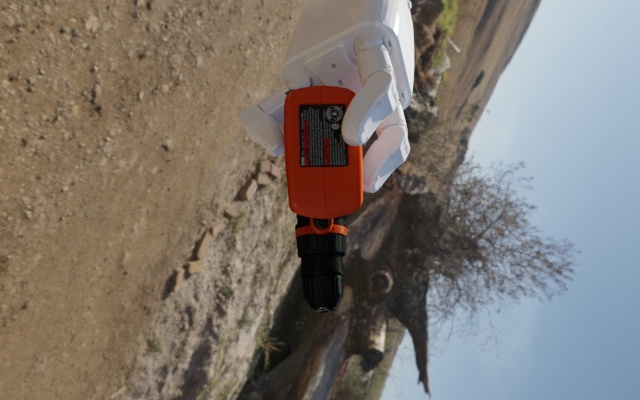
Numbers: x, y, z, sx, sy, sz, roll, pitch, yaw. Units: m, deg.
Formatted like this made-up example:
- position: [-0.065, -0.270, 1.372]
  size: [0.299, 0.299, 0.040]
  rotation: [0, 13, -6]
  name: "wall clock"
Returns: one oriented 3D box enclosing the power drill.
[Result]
- position: [0.000, 0.001, 0.424]
  size: [0.057, 0.184, 0.188]
  rotation: [-3, -16, -3]
  name: "power drill"
